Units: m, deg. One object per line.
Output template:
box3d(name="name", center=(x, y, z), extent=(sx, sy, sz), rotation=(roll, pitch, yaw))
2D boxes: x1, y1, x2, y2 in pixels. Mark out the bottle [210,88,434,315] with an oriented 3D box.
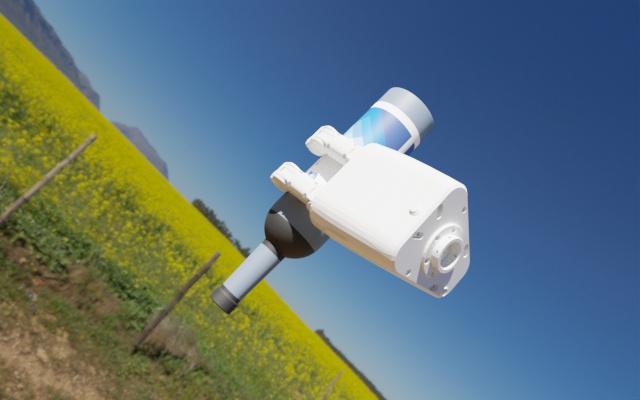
box3d(name="bottle", center=(0.000, 0.001, 0.505), extent=(0.295, 0.069, 0.069), rotation=(-45, 12, -12))
